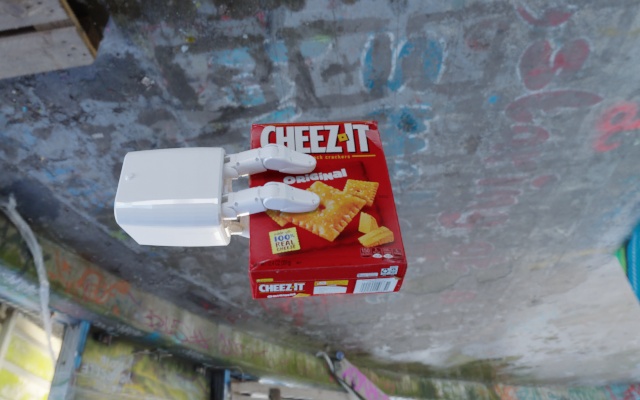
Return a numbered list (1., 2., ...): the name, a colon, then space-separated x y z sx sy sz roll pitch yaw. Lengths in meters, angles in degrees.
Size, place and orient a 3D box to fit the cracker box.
1. cracker box: 0.000 0.002 0.559 0.164 0.213 0.072 -2 -37 -5
